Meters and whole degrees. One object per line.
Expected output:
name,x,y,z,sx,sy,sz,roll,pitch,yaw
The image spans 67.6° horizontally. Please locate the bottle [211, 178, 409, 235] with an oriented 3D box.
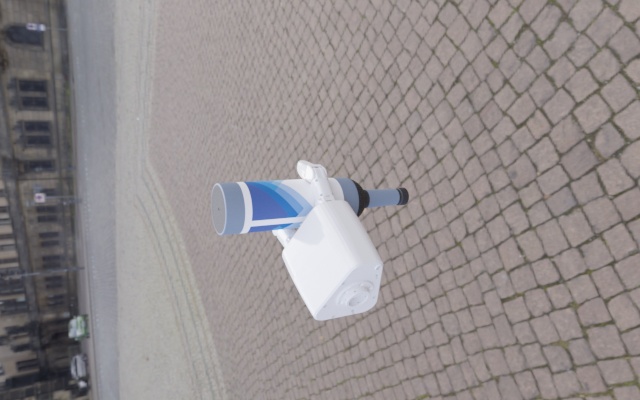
bottle,0.000,0.002,0.673,0.296,0.069,0.069,-4,2,-28
